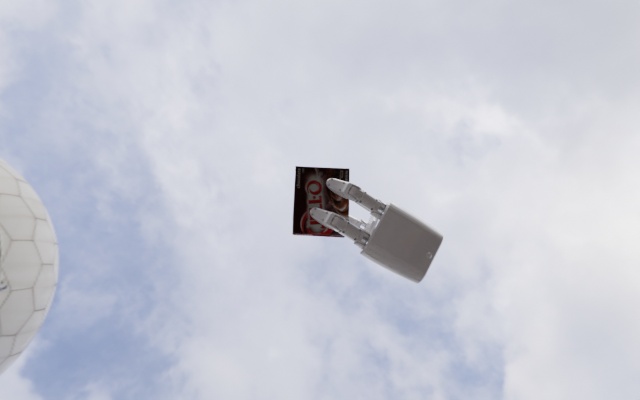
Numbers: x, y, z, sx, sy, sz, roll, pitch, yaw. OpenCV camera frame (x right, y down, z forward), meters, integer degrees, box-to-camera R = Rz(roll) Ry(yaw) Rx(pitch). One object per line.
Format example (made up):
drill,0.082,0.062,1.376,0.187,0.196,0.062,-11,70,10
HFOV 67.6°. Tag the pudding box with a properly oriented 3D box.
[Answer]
pudding box,0.000,0.003,0.782,0.090,0.113,0.039,2,-9,-7
